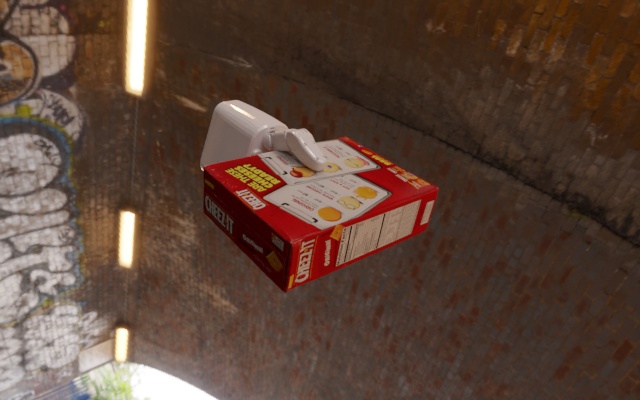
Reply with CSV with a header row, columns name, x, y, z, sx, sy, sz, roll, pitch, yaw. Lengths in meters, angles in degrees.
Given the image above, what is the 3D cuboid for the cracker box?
name,x,y,z,sx,sy,sz,roll,pitch,yaw
cracker box,0.000,0.002,0.546,0.213,0.072,0.164,-18,39,-36
